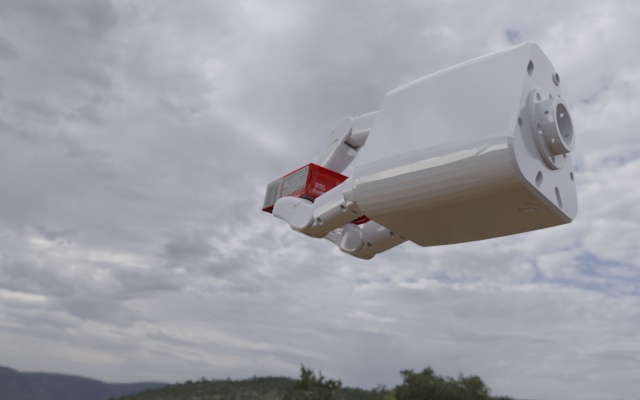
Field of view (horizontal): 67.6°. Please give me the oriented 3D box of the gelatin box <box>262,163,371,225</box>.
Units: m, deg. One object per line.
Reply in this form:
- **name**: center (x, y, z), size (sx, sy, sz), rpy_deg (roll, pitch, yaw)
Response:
- **gelatin box**: center (0.000, 0.001, 0.419), size (0.073, 0.030, 0.089), rpy_deg (20, -20, -26)
